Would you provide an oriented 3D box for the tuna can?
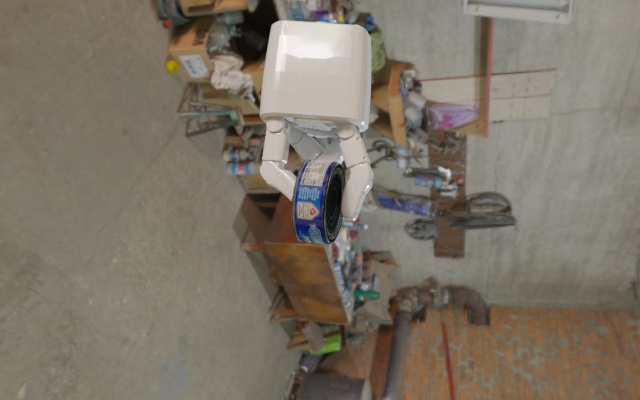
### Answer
[{"bbox_3d":[0.001,0.002,0.489,0.034,0.086,0.086,6,2,16],"label":"tuna can"}]
